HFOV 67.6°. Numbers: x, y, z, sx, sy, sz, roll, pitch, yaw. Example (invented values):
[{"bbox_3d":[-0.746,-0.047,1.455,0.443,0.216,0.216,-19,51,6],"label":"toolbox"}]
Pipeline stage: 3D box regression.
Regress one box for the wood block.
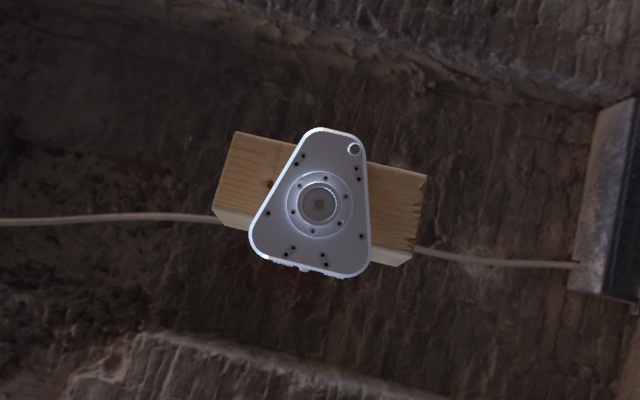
[{"bbox_3d":[0.000,0.001,0.525,0.206,0.090,0.090,14,-14,2],"label":"wood block"}]
